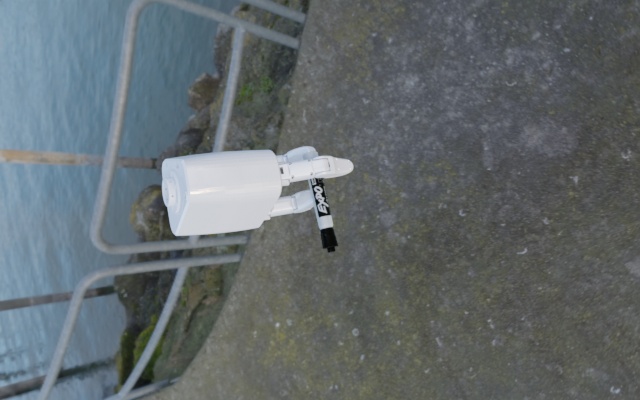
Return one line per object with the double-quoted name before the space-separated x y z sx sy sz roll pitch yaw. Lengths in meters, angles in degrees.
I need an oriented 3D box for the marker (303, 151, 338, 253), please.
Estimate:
"marker" 0.000 0.002 0.565 0.020 0.121 0.020 -12 -9 -2
